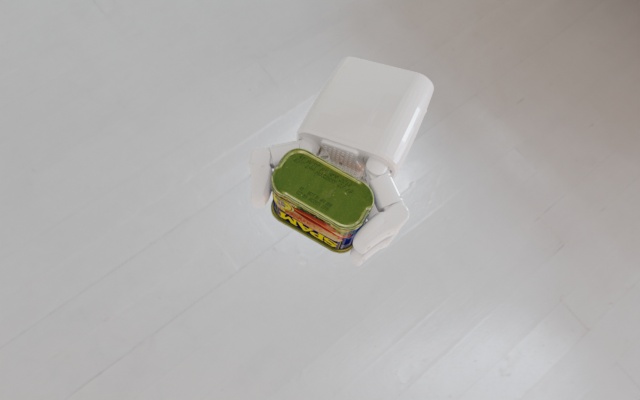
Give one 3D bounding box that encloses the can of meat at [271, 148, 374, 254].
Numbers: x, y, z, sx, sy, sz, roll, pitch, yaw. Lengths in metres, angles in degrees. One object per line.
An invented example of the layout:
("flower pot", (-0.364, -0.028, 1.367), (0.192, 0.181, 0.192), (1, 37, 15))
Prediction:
("can of meat", (0.000, 0.001, 0.475), (0.102, 0.057, 0.084), (29, -18, 7))
